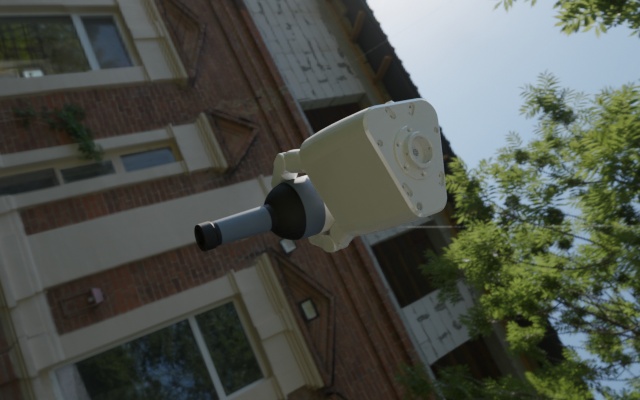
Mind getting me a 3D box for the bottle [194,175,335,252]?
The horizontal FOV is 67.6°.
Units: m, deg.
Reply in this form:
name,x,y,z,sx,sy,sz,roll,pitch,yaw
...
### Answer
name,x,y,z,sx,sy,sz,roll,pitch,yaw
bottle,0.000,0.002,0.544,0.295,0.069,0.069,-17,9,-34
